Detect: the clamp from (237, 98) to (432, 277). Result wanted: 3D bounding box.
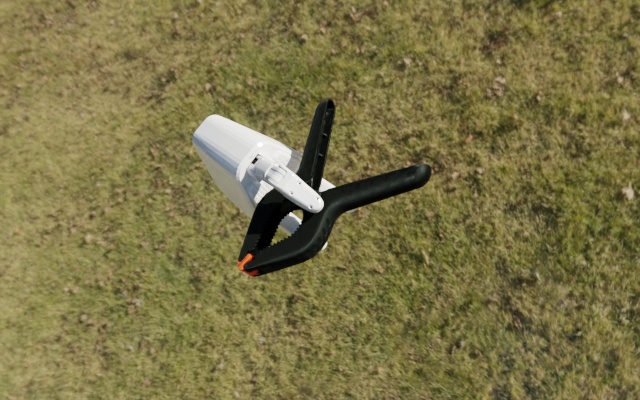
[{"bbox_3d":[-0.001,0.002,0.491,0.164,0.210,0.036,33,-8,36],"label":"clamp"}]
